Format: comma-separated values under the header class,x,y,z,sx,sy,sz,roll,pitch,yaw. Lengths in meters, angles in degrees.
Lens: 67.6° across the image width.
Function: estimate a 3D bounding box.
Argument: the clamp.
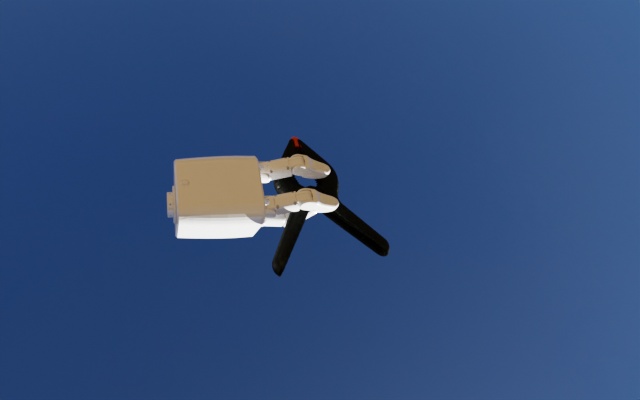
class,x,y,z,sx,sy,sz,roll,pitch,yaw
clamp,0.000,0.002,0.661,0.164,0.209,0.036,-1,-32,-21
